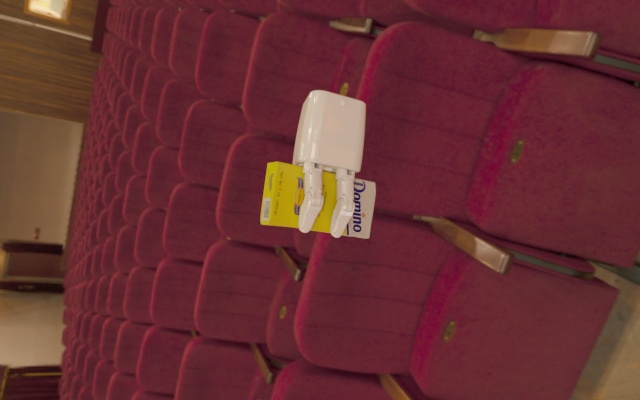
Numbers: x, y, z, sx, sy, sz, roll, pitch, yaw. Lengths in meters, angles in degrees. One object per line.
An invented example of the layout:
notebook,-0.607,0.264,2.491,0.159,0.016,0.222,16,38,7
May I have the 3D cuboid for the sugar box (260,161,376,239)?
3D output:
sugar box,0.000,0.002,0.729,0.176,0.093,0.048,9,-3,-27
